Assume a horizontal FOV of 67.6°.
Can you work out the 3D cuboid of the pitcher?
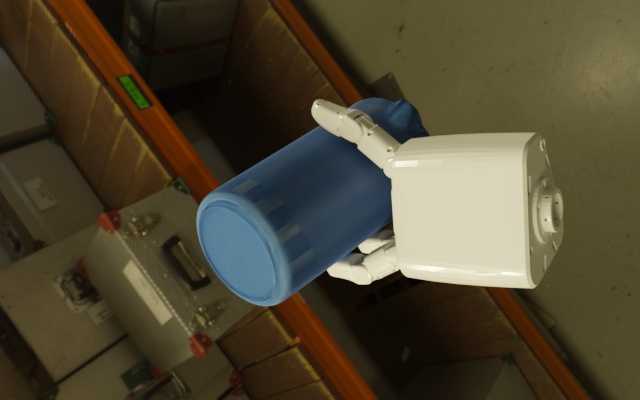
[{"bbox_3d":[0.000,0.002,0.476,0.145,0.149,0.242,4,27,40],"label":"pitcher"}]
